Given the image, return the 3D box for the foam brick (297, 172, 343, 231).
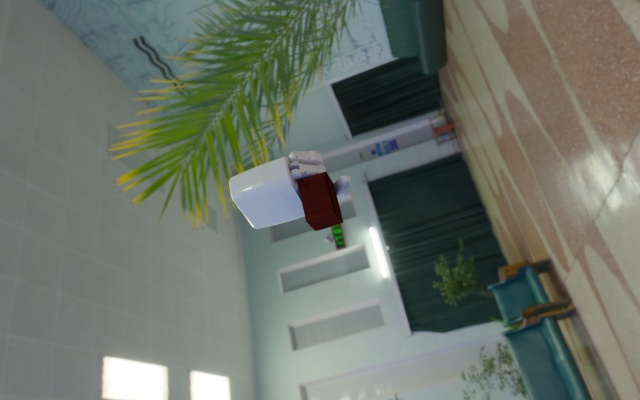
[{"bbox_3d":[0.000,0.003,0.782,0.051,0.078,0.053,-18,-26,9],"label":"foam brick"}]
